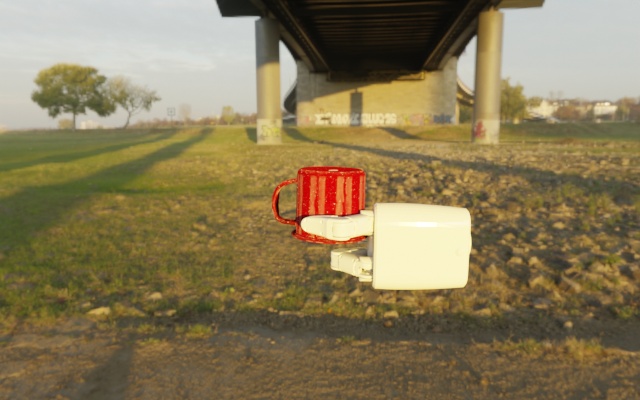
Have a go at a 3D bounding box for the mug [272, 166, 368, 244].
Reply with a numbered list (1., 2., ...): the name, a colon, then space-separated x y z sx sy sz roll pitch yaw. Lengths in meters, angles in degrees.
1. mug: -0.001 0.002 0.574 0.117 0.081 0.093 1 8 0
